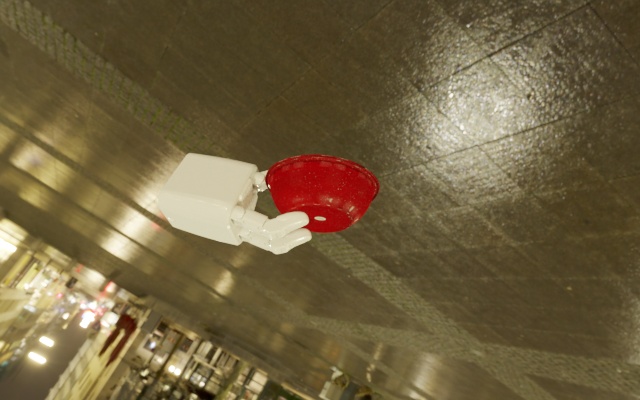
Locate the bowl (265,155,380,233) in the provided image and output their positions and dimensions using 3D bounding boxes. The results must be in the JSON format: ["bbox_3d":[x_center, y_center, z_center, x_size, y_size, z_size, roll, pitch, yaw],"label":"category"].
[{"bbox_3d":[0.001,0.002,0.659,0.162,0.055,0.162,4,-27,2],"label":"bowl"}]
